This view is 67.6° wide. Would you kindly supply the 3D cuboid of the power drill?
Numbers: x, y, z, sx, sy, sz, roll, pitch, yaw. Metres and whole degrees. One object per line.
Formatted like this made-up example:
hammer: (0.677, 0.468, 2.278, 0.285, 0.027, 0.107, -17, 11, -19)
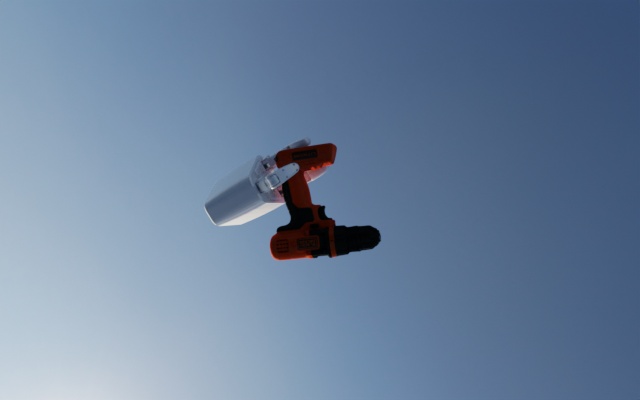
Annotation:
power drill: (0.000, 0.002, 0.797, 0.184, 0.187, 0.057, -7, -9, 5)
